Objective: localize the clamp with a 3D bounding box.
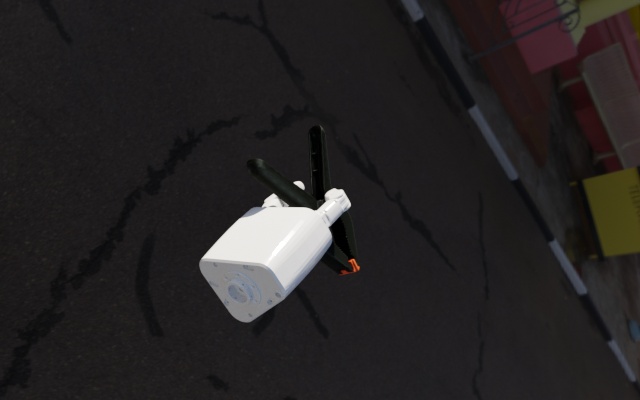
[{"bbox_3d":[0.001,0.002,0.651,0.036,0.210,0.164,-18,19,38],"label":"clamp"}]
